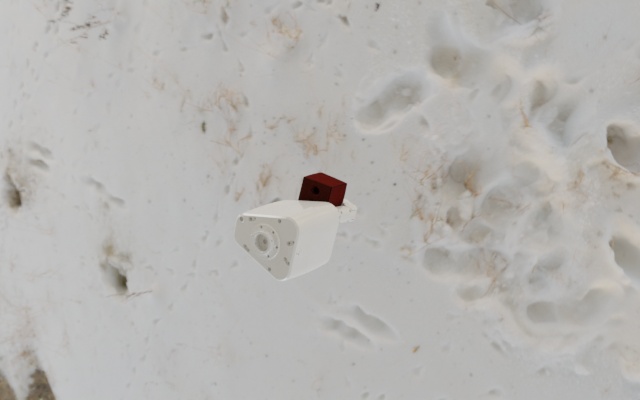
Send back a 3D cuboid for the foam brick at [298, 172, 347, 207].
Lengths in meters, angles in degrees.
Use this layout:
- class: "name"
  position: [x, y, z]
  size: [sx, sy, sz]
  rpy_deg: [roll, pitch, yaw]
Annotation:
- class: "foam brick"
  position: [0.000, 0.002, 0.745]
  size: [0.053, 0.078, 0.051]
  rpy_deg: [22, 19, 28]
